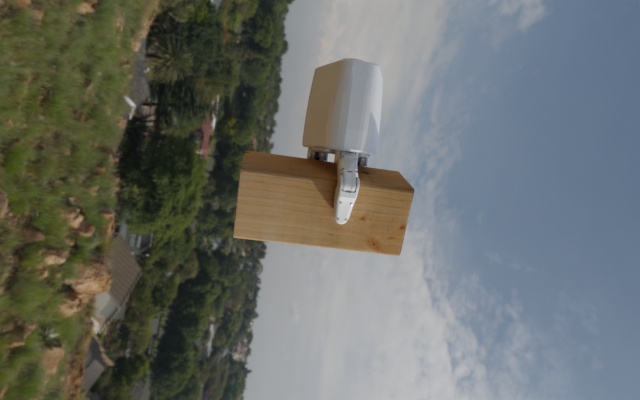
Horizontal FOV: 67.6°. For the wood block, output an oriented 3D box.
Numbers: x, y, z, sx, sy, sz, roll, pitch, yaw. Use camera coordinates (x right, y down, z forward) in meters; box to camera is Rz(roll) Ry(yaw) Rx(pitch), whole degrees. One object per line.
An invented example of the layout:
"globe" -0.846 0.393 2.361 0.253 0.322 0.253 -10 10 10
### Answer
"wood block" 0.000 0.002 0.604 0.206 0.090 0.090 7 18 -7
